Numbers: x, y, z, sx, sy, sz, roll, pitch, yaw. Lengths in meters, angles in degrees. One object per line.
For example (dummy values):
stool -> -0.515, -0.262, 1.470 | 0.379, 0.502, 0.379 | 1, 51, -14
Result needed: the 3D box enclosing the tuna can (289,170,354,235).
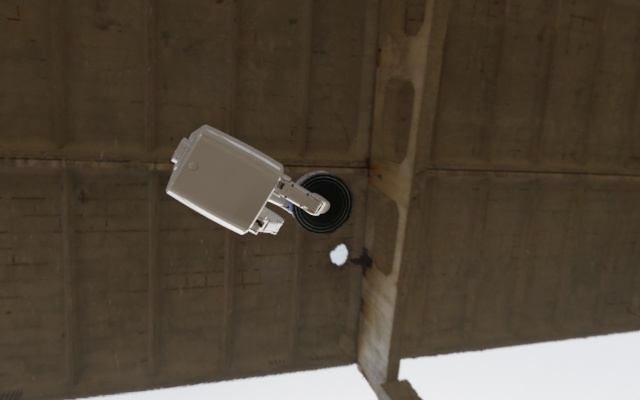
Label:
tuna can -> 0.000, 0.002, 0.657 | 0.086, 0.086, 0.033 | 0, 13, -14
